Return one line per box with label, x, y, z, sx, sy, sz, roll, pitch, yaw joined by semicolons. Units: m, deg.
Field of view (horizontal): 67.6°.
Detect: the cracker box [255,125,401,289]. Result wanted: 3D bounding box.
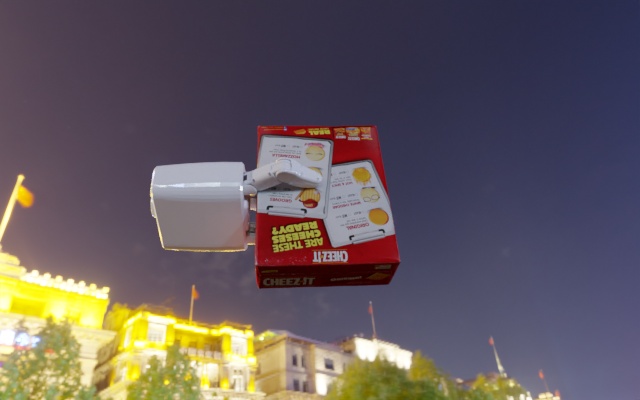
cracker box;0.000;0.002;0.610;0.164;0.213;0.072;-1;-35;-5
